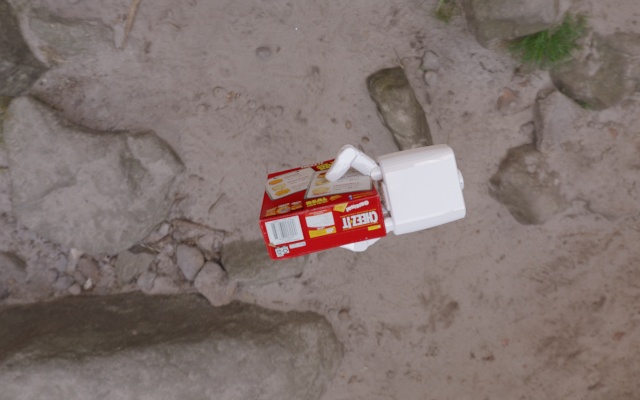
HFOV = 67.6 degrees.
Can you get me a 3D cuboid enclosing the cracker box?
[{"bbox_3d":[0.000,0.002,0.728,0.164,0.072,0.213,-13,20,2],"label":"cracker box"}]
